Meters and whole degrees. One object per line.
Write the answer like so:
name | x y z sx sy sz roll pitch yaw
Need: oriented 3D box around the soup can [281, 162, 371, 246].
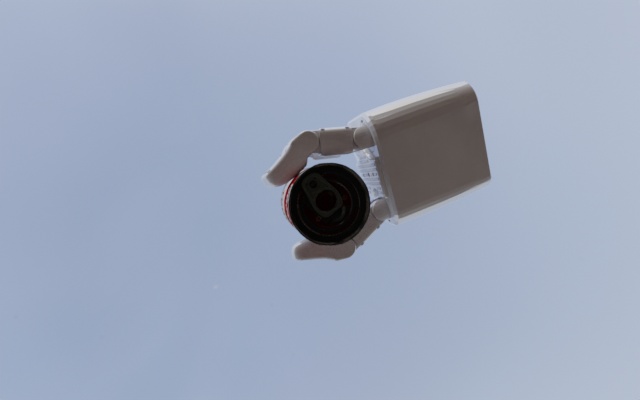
soup can | 0.000 0.002 0.435 0.068 0.068 0.102 0 2 -9
